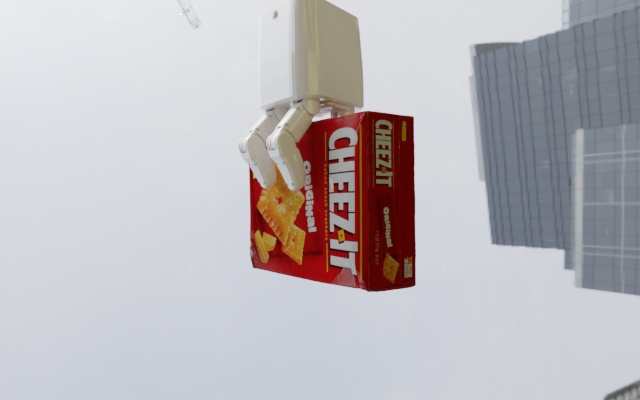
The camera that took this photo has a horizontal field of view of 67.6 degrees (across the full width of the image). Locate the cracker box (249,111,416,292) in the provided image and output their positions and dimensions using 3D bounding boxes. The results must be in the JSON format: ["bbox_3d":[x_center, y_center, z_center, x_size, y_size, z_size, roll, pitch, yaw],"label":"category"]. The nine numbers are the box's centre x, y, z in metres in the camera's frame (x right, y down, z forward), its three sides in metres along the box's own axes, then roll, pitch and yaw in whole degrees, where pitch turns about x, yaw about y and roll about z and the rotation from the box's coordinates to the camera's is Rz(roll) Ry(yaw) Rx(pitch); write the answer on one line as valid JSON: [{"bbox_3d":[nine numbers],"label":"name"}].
[{"bbox_3d":[0.000,0.002,0.516,0.072,0.164,0.213,-1,0,-37],"label":"cracker box"}]
